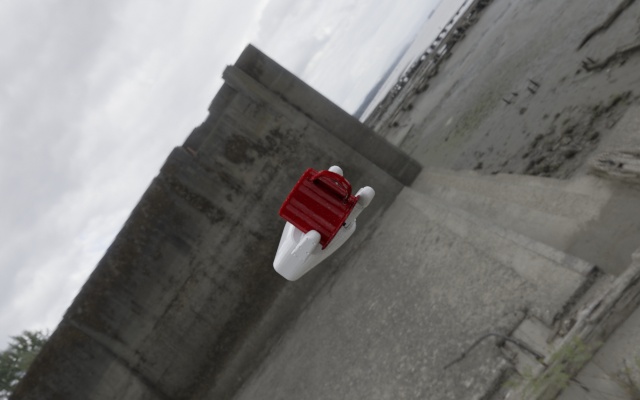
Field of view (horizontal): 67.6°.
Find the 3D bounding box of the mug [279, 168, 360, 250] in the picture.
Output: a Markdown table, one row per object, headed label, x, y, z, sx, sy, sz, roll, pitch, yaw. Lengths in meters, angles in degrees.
| label | x | y | z | sx | sy | sz | roll | pitch | yaw |
| --- | --- | --- | --- | --- | --- | --- | --- | --- | --- |
| mug | 0.000 | 0.001 | 0.657 | 0.081 | 0.093 | 0.117 | 34 | -40 | 0 |
